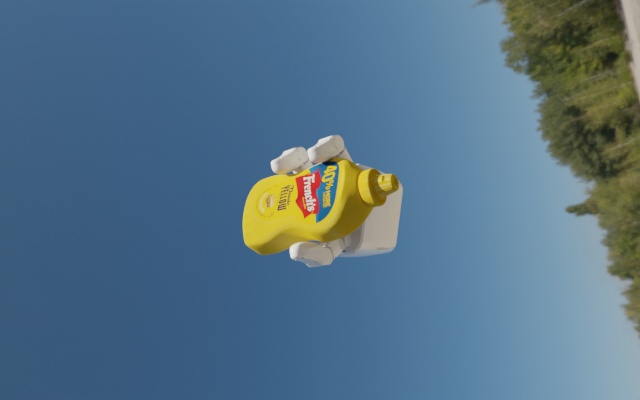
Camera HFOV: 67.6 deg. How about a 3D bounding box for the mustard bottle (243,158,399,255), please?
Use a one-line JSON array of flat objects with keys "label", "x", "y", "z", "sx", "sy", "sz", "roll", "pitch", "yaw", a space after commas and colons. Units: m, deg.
[{"label": "mustard bottle", "x": 0.000, "y": 0.002, "z": 0.543, "sx": 0.191, "sy": 0.096, "sz": 0.058, "roll": -14, "pitch": -38, "yaw": 33}]
